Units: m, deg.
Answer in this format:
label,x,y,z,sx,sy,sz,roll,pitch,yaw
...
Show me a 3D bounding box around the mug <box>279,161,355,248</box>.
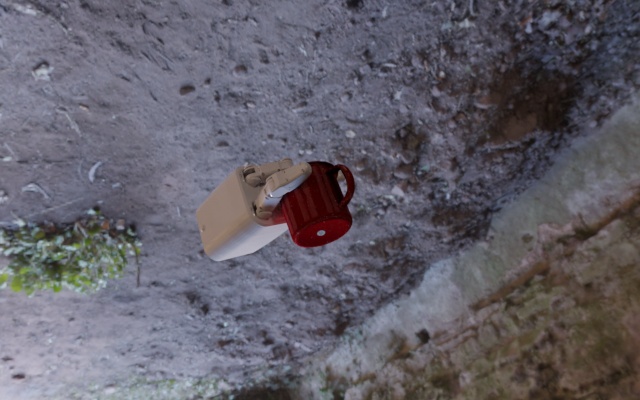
label,x,y,z,sx,sy,sz,roll,pitch,yaw
mug,0.001,0.001,0.616,0.117,0.081,0.093,-38,-33,29
